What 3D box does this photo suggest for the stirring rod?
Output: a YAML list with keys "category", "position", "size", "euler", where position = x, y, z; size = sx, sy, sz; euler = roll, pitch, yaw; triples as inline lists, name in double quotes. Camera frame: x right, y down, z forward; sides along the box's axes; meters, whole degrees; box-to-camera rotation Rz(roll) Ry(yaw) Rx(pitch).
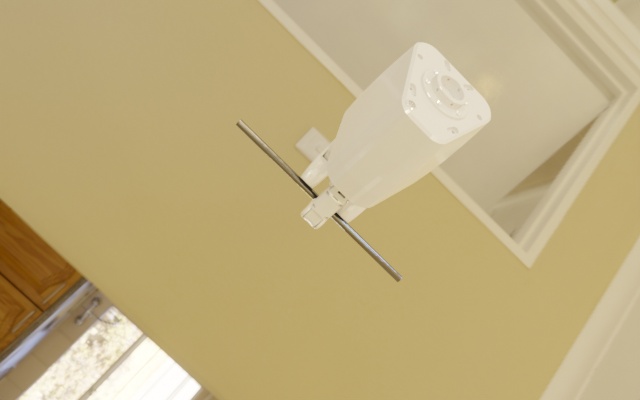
- category: "stirring rod"
  position: [0.000, 0.002, 0.509]
  size: [0.239, 0.011, 0.011]
  euler: [44, -4, -4]
